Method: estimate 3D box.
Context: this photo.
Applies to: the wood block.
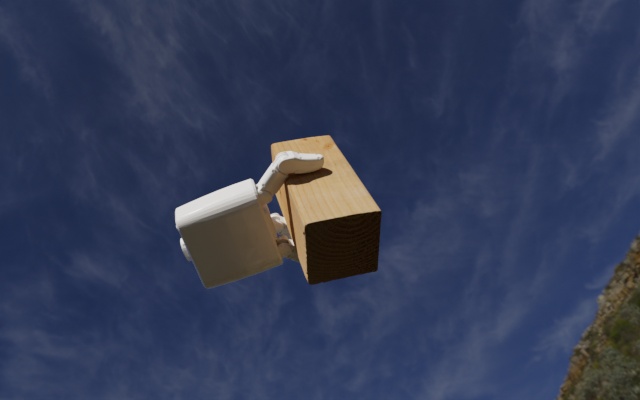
[{"bbox_3d":[0.000,0.002,0.624,0.090,0.091,0.206,-10,34,-12],"label":"wood block"}]
